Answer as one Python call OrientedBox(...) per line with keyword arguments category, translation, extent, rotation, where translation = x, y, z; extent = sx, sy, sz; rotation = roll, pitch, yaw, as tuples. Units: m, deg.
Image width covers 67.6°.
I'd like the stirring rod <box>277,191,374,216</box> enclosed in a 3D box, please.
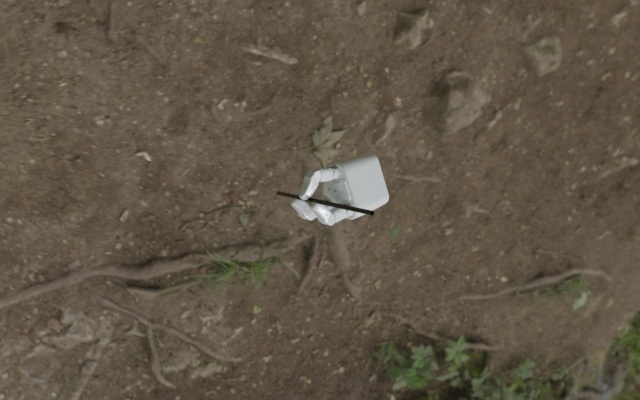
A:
OrientedBox(category="stirring rod", translation=(0.000, 0.003, 0.848), extent=(0.011, 0.011, 0.239), rotation=(0, 8, -44))
